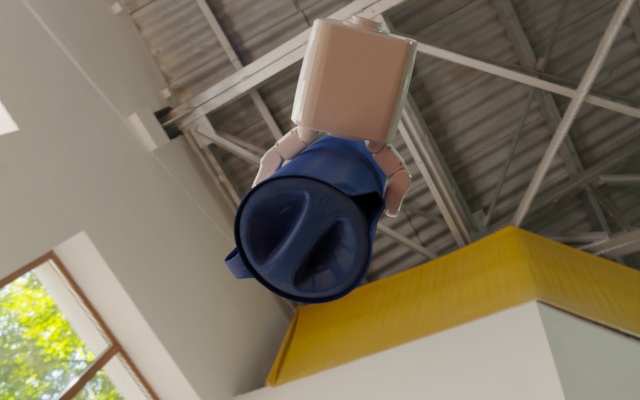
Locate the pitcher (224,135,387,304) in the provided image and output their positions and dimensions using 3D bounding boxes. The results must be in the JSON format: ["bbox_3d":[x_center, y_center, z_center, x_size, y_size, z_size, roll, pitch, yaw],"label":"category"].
[{"bbox_3d":[0.000,0.002,0.545,0.149,0.145,0.242,16,24,8],"label":"pitcher"}]
